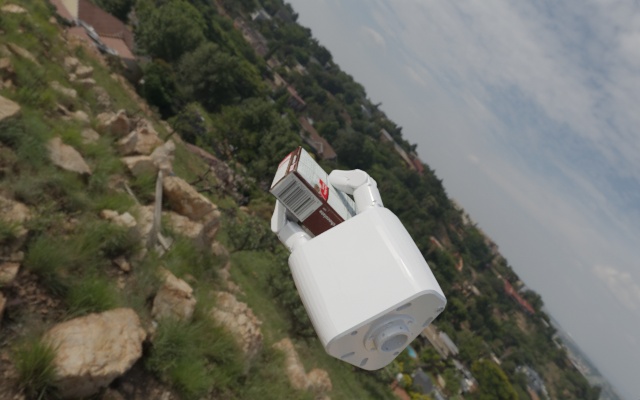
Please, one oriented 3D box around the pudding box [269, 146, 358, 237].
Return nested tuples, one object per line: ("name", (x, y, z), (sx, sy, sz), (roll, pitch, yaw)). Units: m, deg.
("pudding box", (0.000, 0.002, 0.524), (0.039, 0.113, 0.090), (-39, 16, 15))
